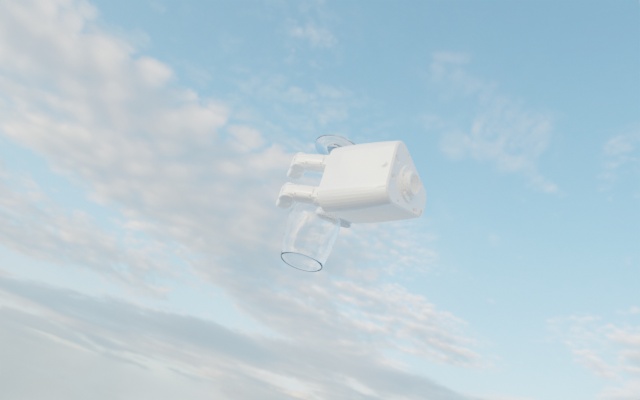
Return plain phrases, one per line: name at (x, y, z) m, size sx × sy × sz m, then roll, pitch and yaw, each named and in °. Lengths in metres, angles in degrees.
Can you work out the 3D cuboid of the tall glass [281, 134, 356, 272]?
tall glass at (0.000, 0.002, 0.711) m, size 0.079 × 0.201 × 0.079 m, roll 14°, pitch -27°, yaw 8°
